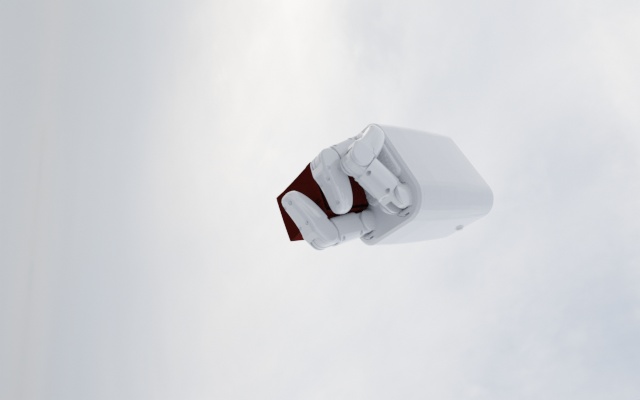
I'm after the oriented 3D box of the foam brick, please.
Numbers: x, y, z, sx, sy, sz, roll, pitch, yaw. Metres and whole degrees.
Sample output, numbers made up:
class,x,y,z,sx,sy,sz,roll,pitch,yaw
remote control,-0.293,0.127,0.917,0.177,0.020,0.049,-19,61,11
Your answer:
class,x,y,z,sx,sy,sz,roll,pitch,yaw
foam brick,0.000,0.002,0.476,0.051,0.053,0.078,-5,-23,-35
